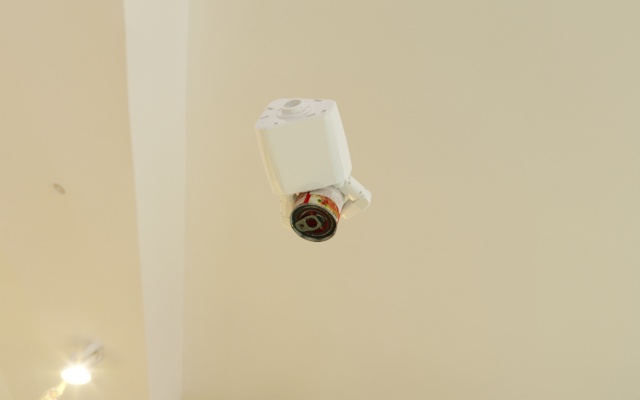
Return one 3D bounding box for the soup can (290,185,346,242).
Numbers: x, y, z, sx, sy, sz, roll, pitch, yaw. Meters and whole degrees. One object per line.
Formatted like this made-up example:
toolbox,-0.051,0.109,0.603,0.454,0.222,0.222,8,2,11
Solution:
soup can,0.000,0.003,0.698,0.068,0.068,0.102,0,36,15
